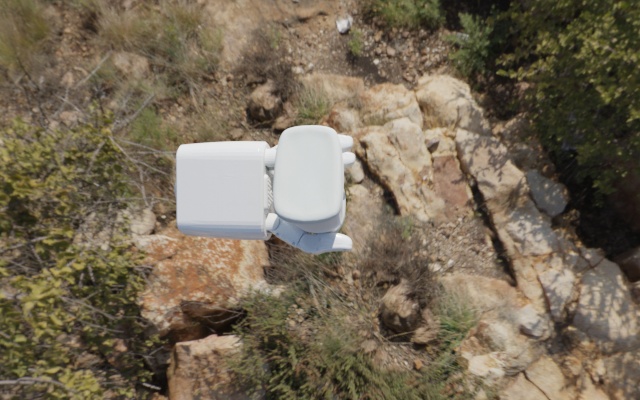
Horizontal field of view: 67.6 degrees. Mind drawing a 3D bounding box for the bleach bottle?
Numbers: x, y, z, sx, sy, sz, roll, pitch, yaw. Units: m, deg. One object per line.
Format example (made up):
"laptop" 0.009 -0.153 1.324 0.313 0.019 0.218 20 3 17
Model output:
"bleach bottle" 0.000 0.002 0.573 0.068 0.102 0.251 0 -14 6
